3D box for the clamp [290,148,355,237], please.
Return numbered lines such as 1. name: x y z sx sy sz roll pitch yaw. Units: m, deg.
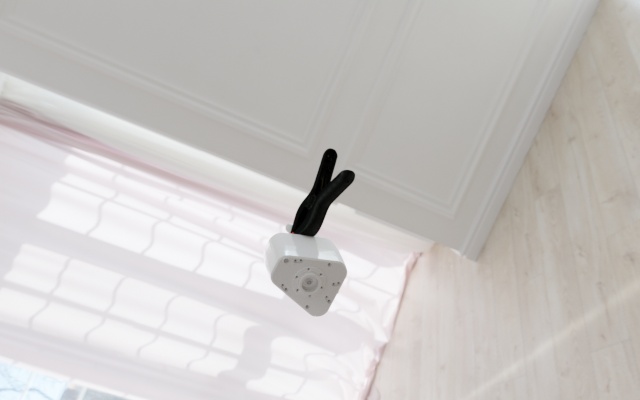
1. clamp: -0.001 0.002 0.776 0.039 0.171 0.120 21 8 -17
